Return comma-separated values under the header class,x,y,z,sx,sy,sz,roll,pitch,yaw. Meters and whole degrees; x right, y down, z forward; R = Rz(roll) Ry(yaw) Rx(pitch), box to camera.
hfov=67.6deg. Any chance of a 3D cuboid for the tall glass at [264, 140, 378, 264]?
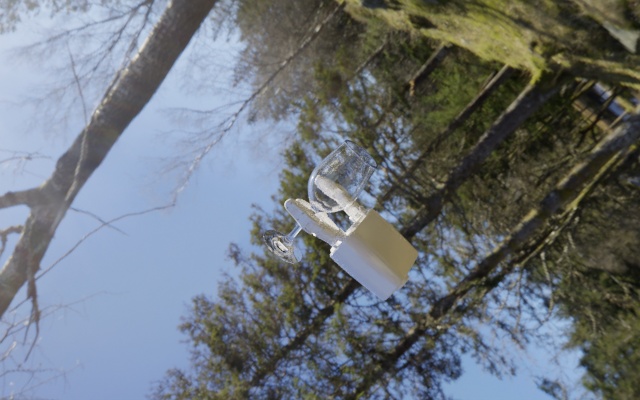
class,x,y,z,sx,sy,sz,roll,pitch,yaw
tall glass,0.000,0.003,0.731,0.079,0.201,0.079,34,20,-15
